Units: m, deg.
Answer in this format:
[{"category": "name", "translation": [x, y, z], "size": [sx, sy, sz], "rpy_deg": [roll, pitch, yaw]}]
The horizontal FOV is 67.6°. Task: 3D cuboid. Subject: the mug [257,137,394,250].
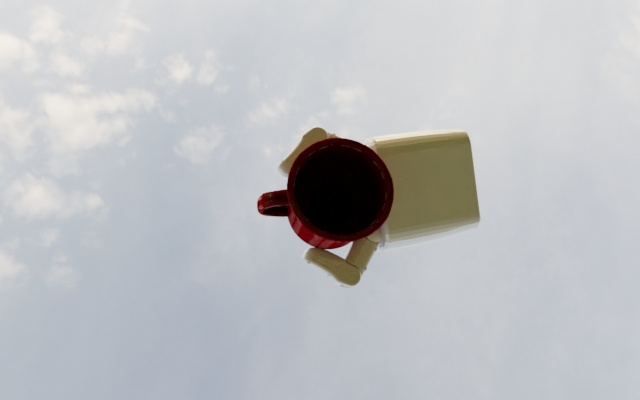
[{"category": "mug", "translation": [-0.001, 0.002, 0.441], "size": [0.117, 0.093, 0.081], "rpy_deg": [-7, -14, -11]}]
